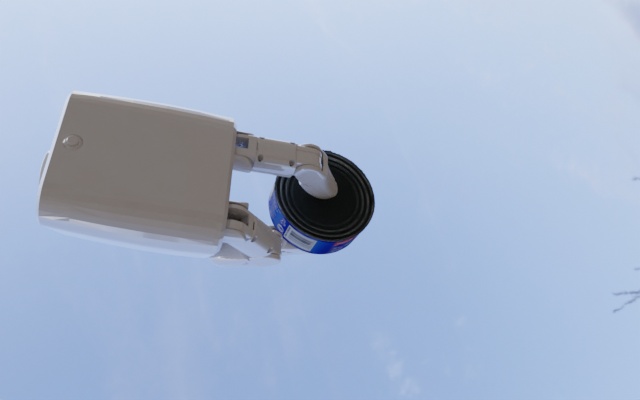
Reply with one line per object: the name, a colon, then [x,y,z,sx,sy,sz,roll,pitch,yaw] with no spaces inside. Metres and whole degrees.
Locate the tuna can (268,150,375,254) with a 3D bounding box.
tuna can: [0.000,0.002,0.404,0.086,0.086,0.034,0,-28,-19]
